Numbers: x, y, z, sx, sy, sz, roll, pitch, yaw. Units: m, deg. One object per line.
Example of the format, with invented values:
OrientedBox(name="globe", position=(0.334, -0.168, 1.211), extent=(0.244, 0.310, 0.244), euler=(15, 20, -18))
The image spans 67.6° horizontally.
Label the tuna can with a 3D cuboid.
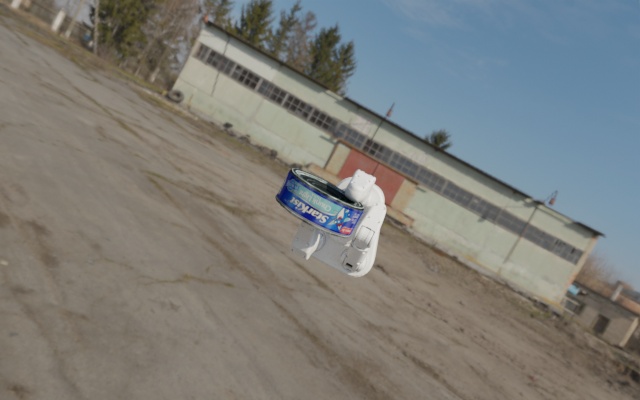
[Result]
OrientedBox(name="tuna can", position=(0.000, 0.001, 0.479), extent=(0.086, 0.034, 0.086), euler=(28, 10, -5))
